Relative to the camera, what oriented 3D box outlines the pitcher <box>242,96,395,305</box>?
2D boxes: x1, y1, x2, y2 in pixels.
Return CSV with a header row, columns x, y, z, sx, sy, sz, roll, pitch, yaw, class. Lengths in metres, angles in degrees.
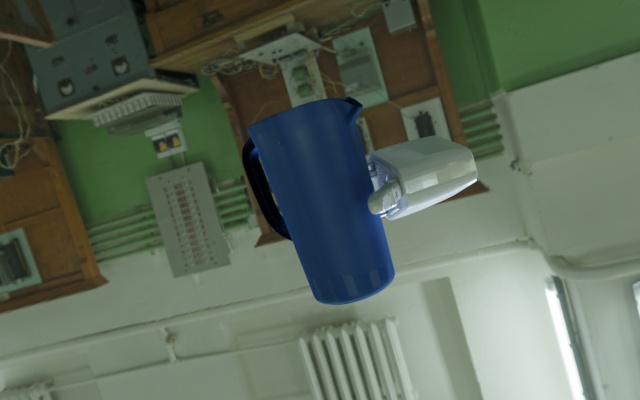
x,y,z,sx,sy,sz,roll,pitch,yaw,class
0.000,0.002,0.603,0.145,0.243,0.149,-19,5,-12,pitcher
